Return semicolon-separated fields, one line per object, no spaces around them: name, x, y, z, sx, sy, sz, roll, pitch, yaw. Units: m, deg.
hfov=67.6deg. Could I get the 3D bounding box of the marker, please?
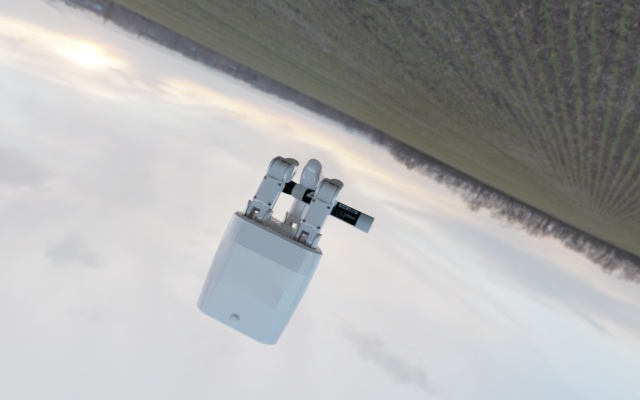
marker;0.000;0.002;0.516;0.121;0.020;0.020;25;4;8
